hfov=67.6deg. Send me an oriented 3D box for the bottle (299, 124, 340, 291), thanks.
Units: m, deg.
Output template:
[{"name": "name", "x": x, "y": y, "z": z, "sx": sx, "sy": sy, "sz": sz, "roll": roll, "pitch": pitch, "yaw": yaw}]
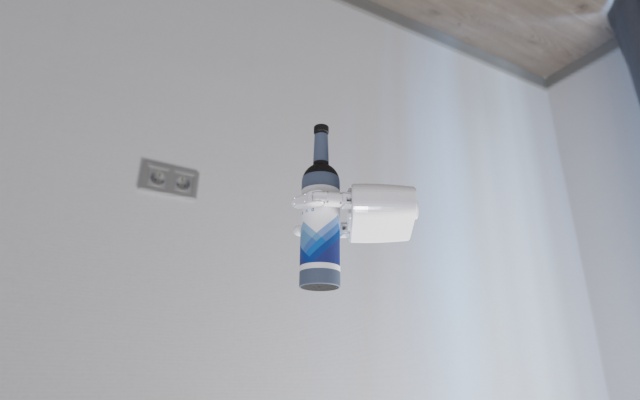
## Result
[{"name": "bottle", "x": 0.000, "y": 0.003, "z": 0.819, "sx": 0.069, "sy": 0.295, "sz": 0.069, "roll": 1, "pitch": -22, "yaw": 0}]
